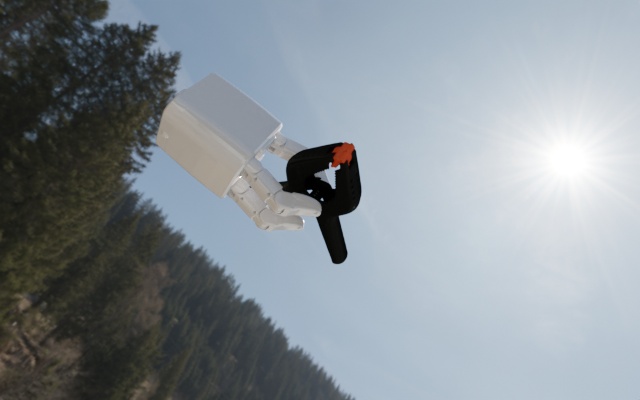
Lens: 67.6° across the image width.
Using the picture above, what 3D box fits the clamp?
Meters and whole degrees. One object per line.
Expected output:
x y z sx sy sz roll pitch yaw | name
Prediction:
0.001 0.001 0.578 0.164 0.036 0.210 38 -33 -6 | clamp
